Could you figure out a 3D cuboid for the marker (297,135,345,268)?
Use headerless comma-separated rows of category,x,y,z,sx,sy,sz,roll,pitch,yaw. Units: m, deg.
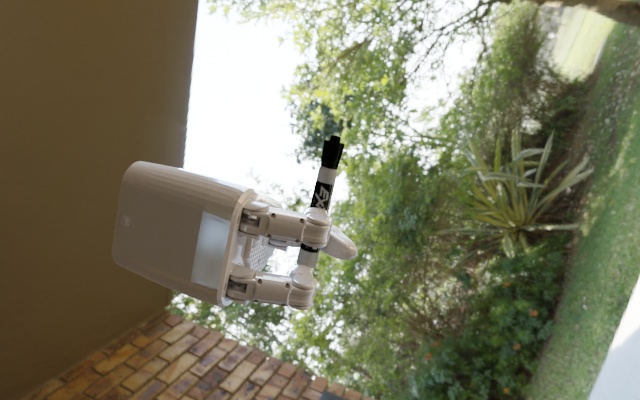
marker,0.000,0.001,0.428,0.020,0.121,0.020,13,11,-2
